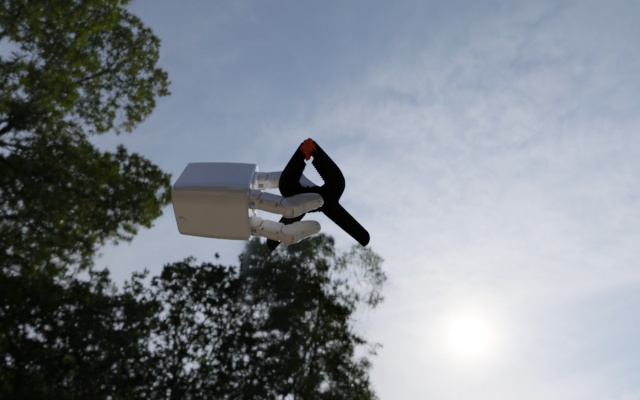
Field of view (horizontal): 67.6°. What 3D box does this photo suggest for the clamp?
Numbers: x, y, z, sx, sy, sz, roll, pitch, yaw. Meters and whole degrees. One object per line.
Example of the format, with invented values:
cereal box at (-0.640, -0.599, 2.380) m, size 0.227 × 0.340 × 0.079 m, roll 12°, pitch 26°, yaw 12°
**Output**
clamp at (0.000, 0.001, 0.701) m, size 0.164 × 0.210 × 0.036 m, roll 1°, pitch 43°, yaw -3°
